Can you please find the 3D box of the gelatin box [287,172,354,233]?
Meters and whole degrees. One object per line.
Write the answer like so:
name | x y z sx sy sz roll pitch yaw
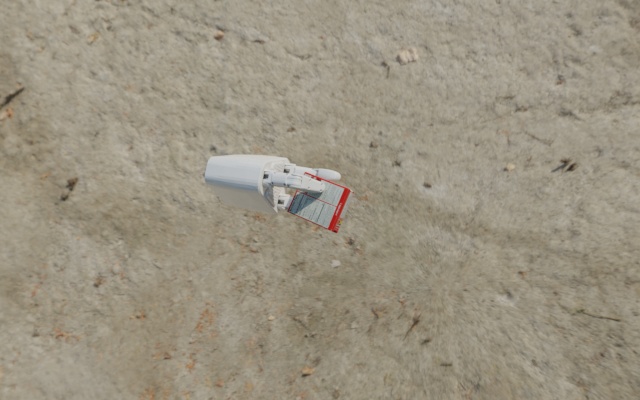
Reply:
gelatin box | 0.000 0.003 0.773 0.089 0.073 0.030 22 -2 26
